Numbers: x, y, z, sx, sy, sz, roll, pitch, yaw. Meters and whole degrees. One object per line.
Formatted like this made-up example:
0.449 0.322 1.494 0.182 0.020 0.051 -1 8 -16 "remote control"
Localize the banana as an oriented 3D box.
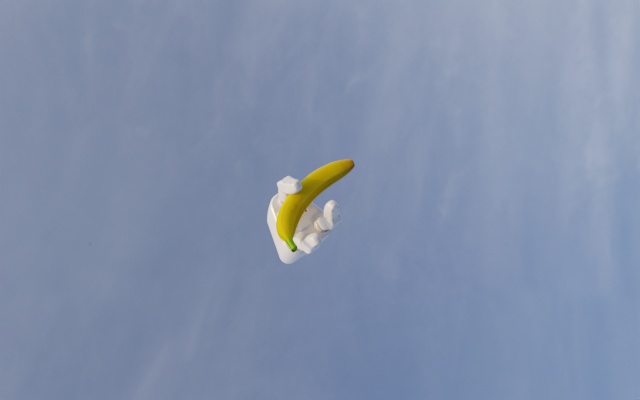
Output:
-0.018 -0.002 0.782 0.069 0.197 0.037 25 -27 18 "banana"
